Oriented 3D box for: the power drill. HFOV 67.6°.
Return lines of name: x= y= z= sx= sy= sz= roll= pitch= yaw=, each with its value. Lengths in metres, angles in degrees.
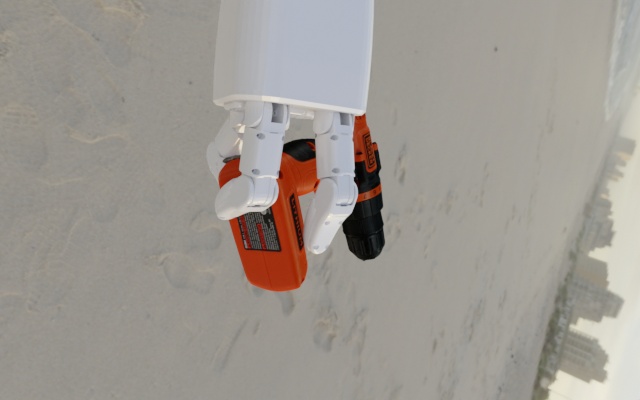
power drill: x=0.000 y=0.001 z=0.425 sx=0.057 sy=0.184 sz=0.187 roll=-4 pitch=20 yaw=30
